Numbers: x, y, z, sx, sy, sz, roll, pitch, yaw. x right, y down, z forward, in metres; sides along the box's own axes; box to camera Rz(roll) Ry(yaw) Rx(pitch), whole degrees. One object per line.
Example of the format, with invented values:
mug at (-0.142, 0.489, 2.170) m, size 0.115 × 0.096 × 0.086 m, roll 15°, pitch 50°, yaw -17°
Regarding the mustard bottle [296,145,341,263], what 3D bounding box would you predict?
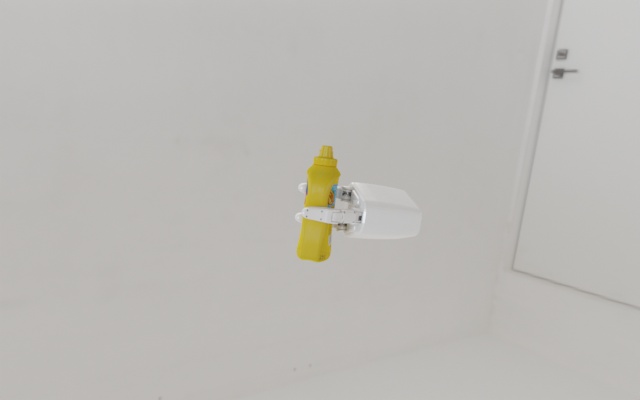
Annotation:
mustard bottle at (0.000, 0.003, 0.811) m, size 0.058 × 0.191 × 0.096 m, roll 9°, pitch 7°, yaw 9°
